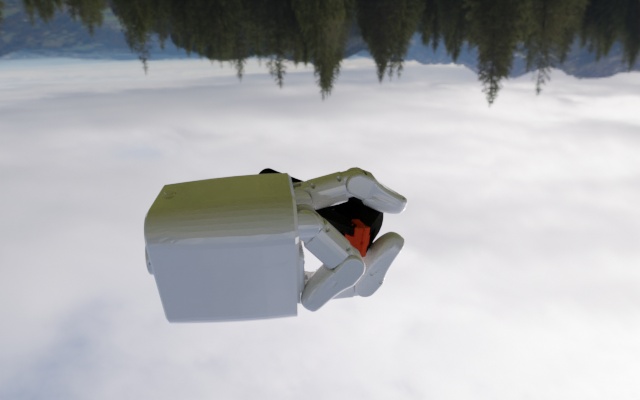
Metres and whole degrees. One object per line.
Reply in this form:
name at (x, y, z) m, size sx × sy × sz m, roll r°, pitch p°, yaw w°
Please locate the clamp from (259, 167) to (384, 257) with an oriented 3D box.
clamp at (0.000, 0.002, 0.452) m, size 0.120 × 0.039 × 0.171 m, roll -4°, pitch 20°, yaw -6°
